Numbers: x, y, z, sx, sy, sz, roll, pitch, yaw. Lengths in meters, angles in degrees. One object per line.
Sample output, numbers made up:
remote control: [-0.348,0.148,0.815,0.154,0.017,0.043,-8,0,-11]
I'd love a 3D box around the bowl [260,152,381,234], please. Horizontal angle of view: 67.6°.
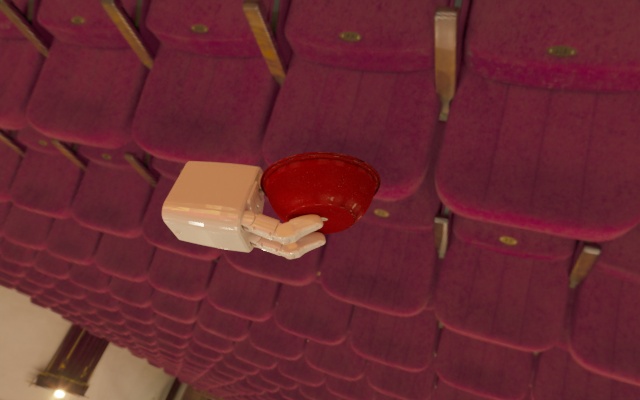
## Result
bowl: [0.001,0.002,0.628,0.162,0.055,0.162,-1,-28,0]
